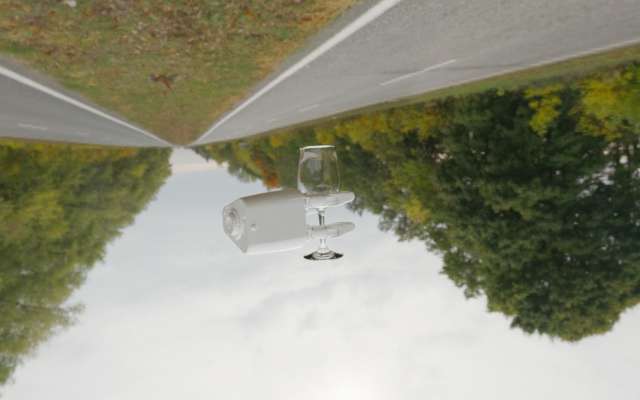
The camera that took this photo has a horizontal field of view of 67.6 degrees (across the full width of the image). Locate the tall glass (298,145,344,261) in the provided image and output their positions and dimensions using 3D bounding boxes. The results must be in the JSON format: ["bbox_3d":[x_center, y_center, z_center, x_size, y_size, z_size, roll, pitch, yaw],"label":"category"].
[{"bbox_3d":[0.000,0.003,0.858,0.079,0.201,0.079,-3,8,0],"label":"tall glass"}]
